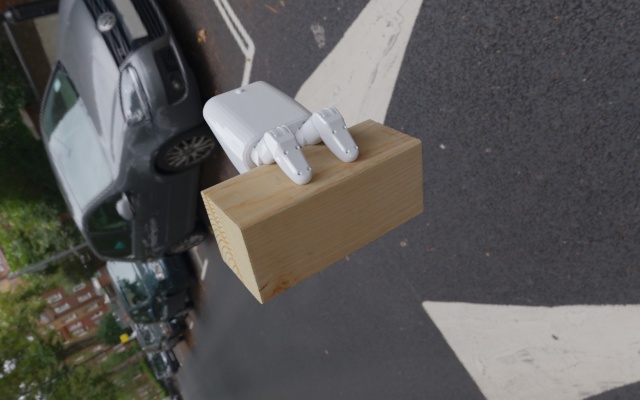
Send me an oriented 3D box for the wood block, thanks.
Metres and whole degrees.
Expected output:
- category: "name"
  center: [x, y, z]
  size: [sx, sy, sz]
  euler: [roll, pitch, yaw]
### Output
- category: "wood block"
  center: [0.000, 0.002, 0.489]
  size: [0.206, 0.091, 0.090]
  euler: [-27, 37, -24]
